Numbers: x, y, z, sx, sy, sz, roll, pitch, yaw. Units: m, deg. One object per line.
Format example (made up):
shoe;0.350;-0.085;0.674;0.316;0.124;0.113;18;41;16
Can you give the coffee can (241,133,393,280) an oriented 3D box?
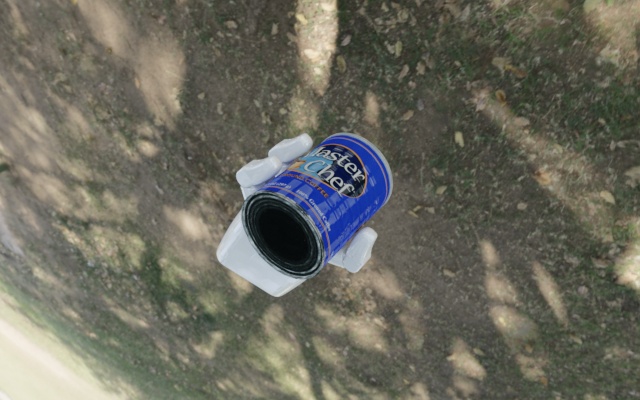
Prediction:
coffee can;0.000;0.002;0.512;0.103;0.103;0.140;0;29;40
